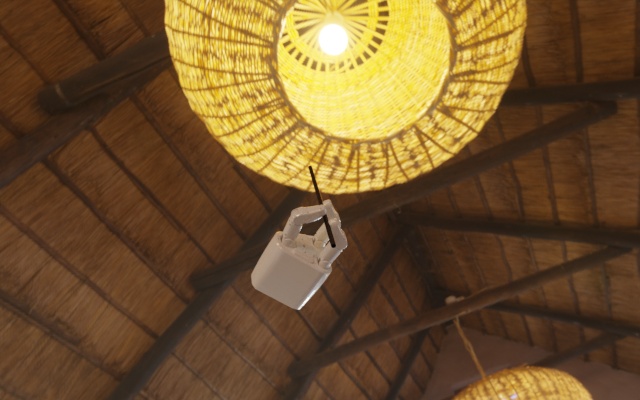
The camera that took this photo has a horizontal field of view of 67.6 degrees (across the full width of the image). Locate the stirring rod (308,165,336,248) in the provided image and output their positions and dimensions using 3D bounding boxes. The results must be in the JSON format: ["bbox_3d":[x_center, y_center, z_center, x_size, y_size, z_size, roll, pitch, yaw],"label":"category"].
[{"bbox_3d":[0.000,0.003,0.841,0.011,0.011,0.239,0,35,-12],"label":"stirring rod"}]
